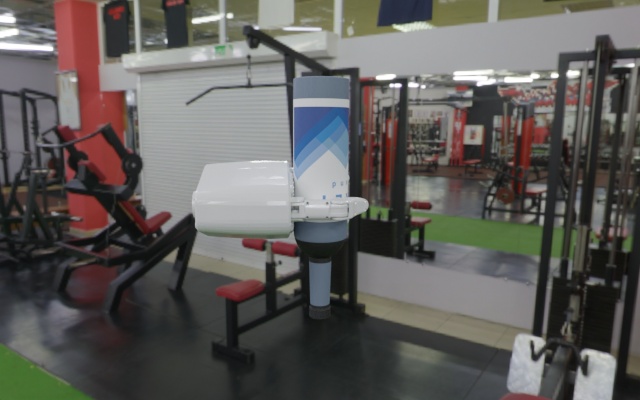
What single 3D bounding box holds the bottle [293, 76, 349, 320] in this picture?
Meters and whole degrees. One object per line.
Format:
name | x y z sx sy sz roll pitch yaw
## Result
bottle | 0.000 0.002 0.587 0.069 0.296 0.069 0 9 0
